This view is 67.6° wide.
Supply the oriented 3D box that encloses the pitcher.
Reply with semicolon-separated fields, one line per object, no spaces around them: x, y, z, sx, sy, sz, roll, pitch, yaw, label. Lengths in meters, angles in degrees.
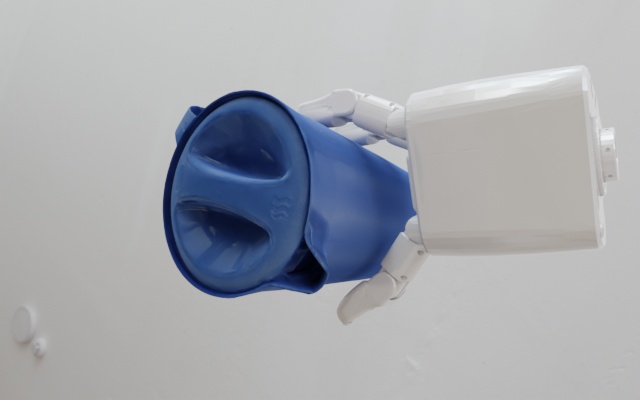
0.000;0.001;0.401;0.145;0.149;0.243;-8;-12;33;pitcher
